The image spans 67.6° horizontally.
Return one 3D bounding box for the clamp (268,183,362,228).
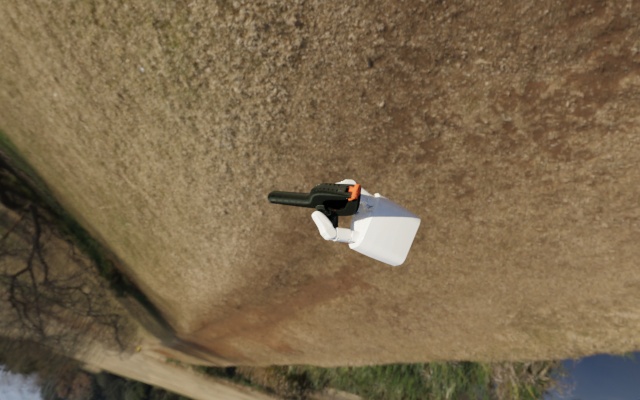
[{"bbox_3d":[0.000,0.004,0.895,0.164,0.036,0.210,24,-24,-17],"label":"clamp"}]
